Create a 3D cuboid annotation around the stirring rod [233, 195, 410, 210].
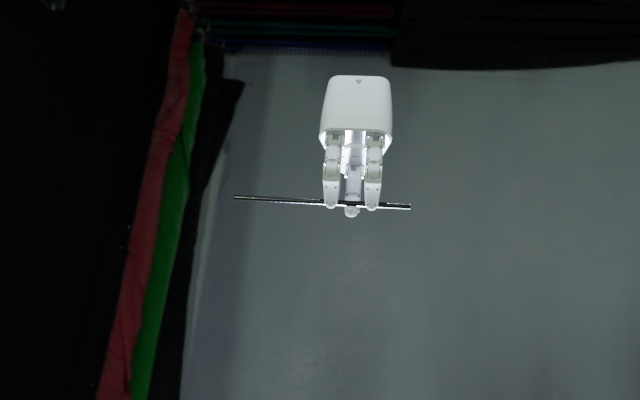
[{"bbox_3d":[0.000,0.002,0.649,0.239,0.011,0.011,3,0,6],"label":"stirring rod"}]
